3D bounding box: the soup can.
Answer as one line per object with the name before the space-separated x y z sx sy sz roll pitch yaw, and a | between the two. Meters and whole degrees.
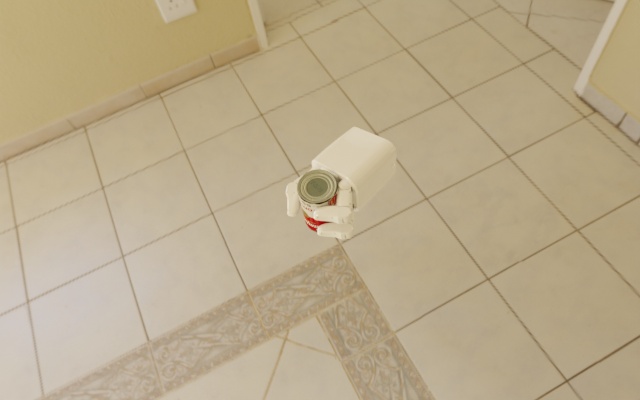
soup can | 0.000 0.003 0.807 0.068 0.068 0.102 0 -31 7
